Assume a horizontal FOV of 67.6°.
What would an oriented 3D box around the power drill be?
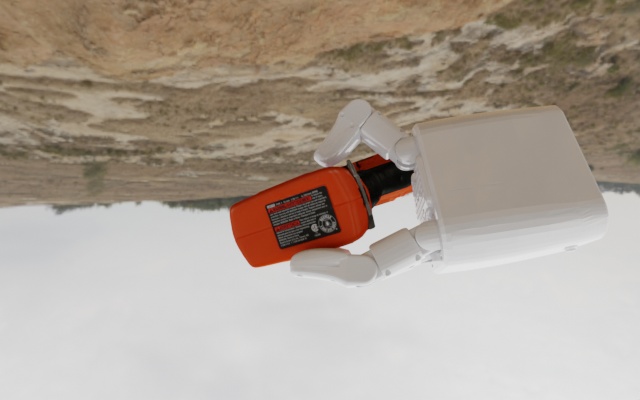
[{"bbox_3d":[0.000,0.001,0.427,0.184,0.057,0.187,-21,4,24],"label":"power drill"}]
